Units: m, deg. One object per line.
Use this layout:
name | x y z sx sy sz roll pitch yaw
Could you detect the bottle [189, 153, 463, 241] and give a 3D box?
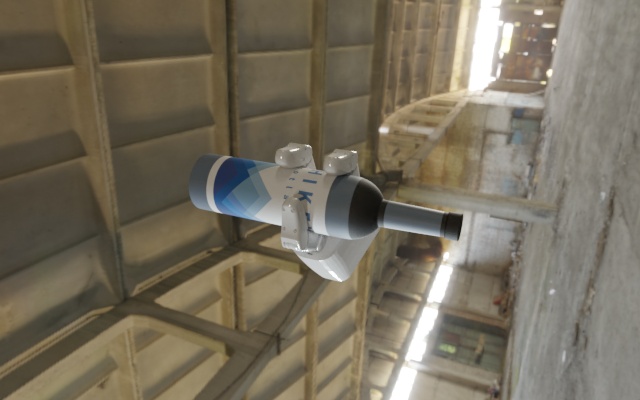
bottle | 0.000 0.002 0.513 0.295 0.069 0.069 10 4 21
